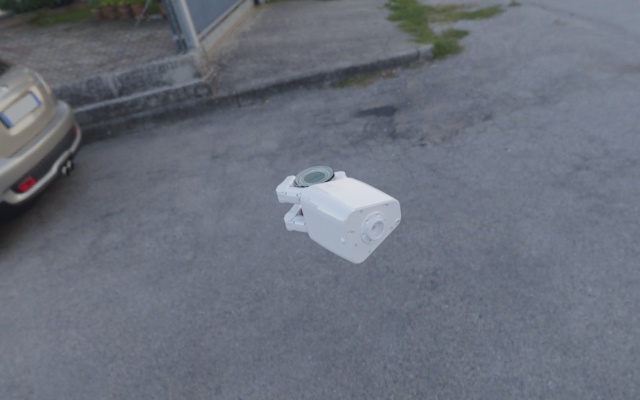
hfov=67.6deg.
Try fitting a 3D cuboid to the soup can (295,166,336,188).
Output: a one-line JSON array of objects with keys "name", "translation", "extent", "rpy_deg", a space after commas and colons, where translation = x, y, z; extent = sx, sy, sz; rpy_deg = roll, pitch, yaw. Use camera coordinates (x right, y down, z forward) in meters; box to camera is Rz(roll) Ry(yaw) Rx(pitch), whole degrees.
[{"name": "soup can", "translation": [0.000, 0.002, 0.794], "extent": [0.068, 0.102, 0.068], "rpy_deg": [-10, 30, 6]}]
